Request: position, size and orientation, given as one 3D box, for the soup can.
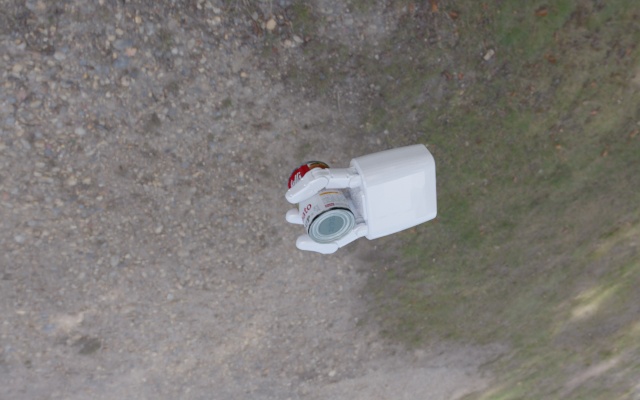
[{"bbox_3d":[0.000,0.002,0.661,0.068,0.068,0.102,0,41,-25],"label":"soup can"}]
